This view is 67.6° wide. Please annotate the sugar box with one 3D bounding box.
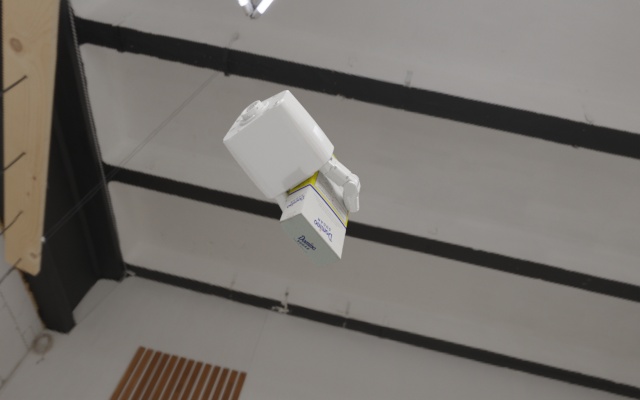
[{"bbox_3d":[0.000,0.002,0.691,0.048,0.093,0.176,-24,29,29],"label":"sugar box"}]
